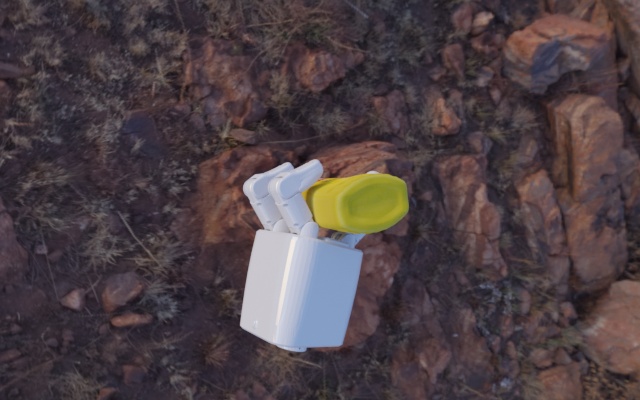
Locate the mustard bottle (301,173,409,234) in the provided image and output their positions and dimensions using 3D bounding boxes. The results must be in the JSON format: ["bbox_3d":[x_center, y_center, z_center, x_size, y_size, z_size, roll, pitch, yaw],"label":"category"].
[{"bbox_3d":[0.000,0.001,0.537,0.096,0.058,0.191,-13,8,-34],"label":"mustard bottle"}]
